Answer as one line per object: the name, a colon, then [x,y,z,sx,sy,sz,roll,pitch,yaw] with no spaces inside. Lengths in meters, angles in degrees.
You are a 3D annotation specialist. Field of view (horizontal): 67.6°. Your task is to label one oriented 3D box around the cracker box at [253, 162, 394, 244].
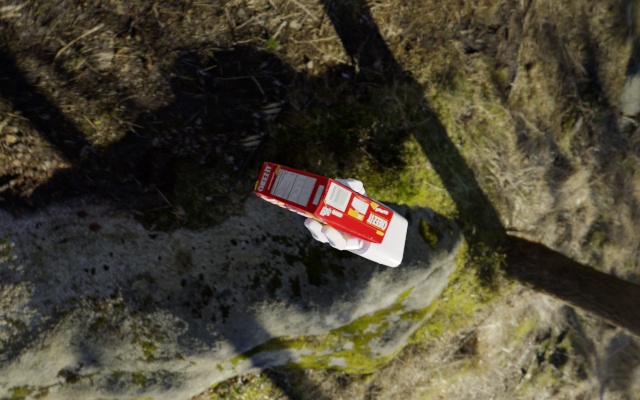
cracker box: [0.000,0.003,0.870,0.164,0.072,0.213,25,-5,-37]
